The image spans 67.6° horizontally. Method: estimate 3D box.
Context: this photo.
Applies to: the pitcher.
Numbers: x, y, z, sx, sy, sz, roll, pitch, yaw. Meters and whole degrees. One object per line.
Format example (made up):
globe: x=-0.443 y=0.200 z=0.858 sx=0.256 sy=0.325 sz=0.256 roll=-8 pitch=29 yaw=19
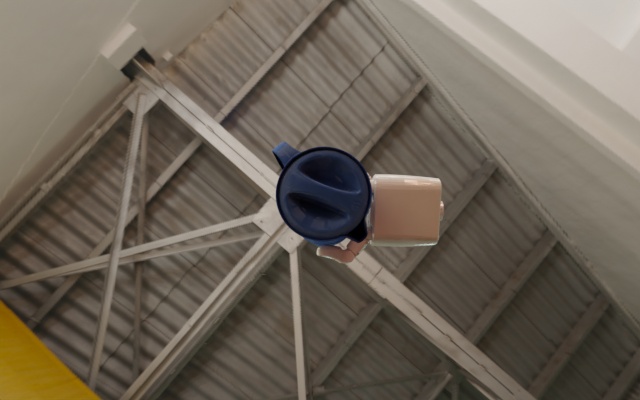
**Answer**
pitcher: x=0.000 y=0.003 z=0.768 sx=0.145 sy=0.149 sz=0.243 roll=2 pitch=-10 yaw=1
